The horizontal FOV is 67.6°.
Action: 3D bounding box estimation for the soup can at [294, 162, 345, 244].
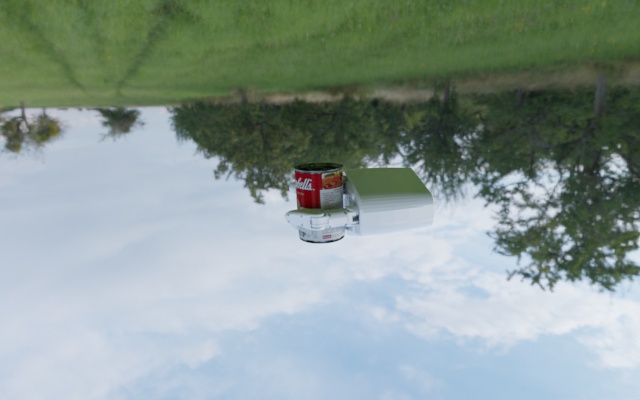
[{"bbox_3d":[0.000,0.003,0.670,0.068,0.102,0.068,-2,14,1],"label":"soup can"}]
